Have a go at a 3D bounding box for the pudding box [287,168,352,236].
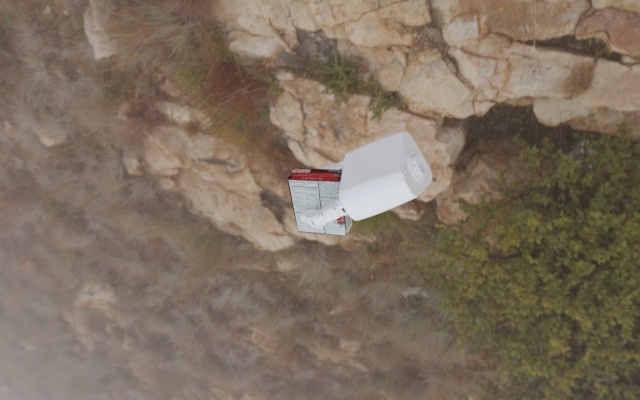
[{"bbox_3d":[0.000,0.003,0.776,0.090,0.114,0.039,4,35,17],"label":"pudding box"}]
